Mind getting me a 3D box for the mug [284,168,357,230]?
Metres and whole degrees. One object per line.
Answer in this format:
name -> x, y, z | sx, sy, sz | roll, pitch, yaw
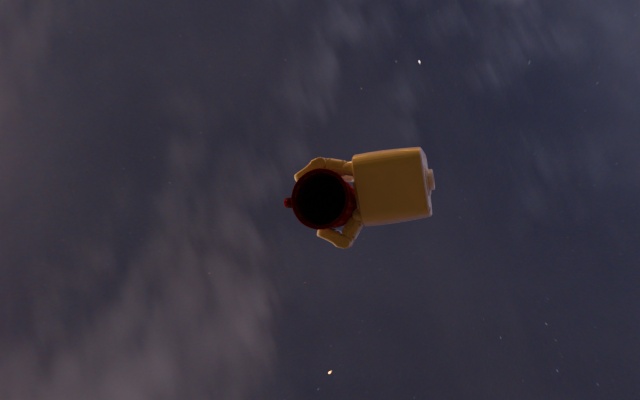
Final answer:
mug -> -0.001, 0.003, 0.759 | 0.117, 0.093, 0.081 | -7, -8, 18
